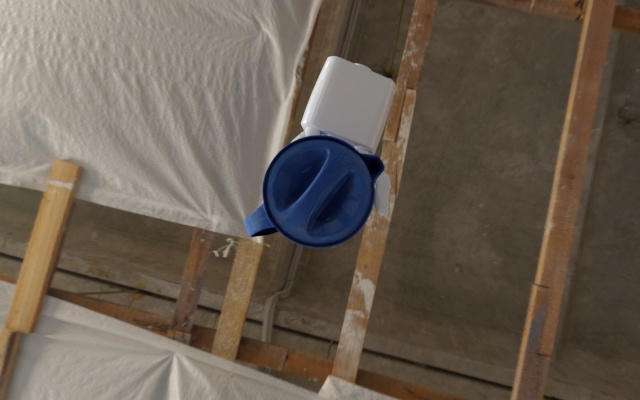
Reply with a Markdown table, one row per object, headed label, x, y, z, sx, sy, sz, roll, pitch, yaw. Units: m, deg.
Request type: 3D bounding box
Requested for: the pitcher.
| label | x | y | z | sx | sy | sz | roll | pitch | yaw |
| --- | --- | --- | --- | --- | --- | --- | --- | --- | --- |
| pitcher | 0.000 | 0.002 | 0.670 | 0.149 | 0.145 | 0.243 | 18 | -3 | 8 |
